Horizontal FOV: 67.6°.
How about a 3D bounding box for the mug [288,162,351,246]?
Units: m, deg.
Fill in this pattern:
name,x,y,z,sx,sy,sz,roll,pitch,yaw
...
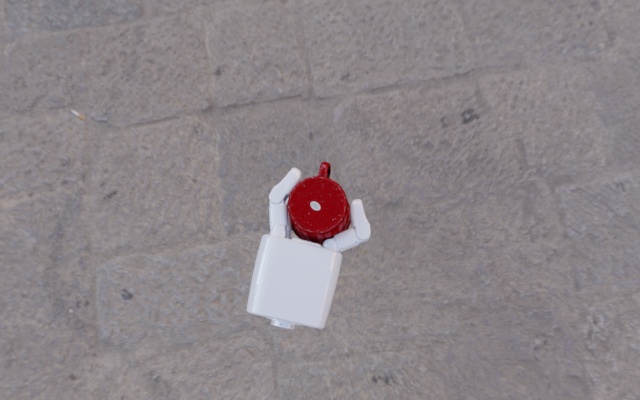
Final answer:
name,x,y,z,sx,sy,sz,roll,pitch,yaw
mug,0.000,0.001,0.674,0.093,0.117,0.081,11,-11,5
